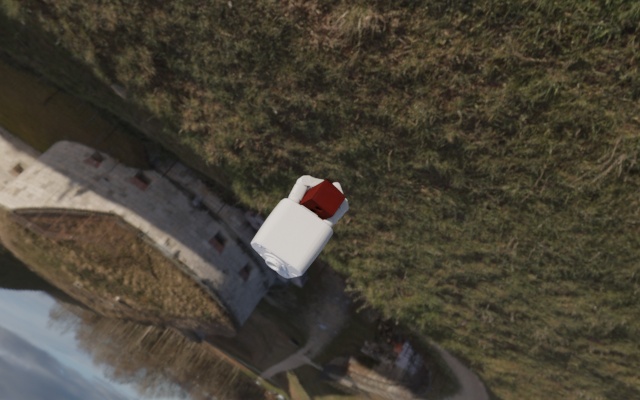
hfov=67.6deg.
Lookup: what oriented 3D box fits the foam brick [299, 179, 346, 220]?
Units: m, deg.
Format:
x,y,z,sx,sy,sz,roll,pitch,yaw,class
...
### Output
x,y,z,sx,sy,sz,roll,pitch,yaw,class
0.000,0.003,0.893,0.053,0.051,0.078,42,-27,-11,foam brick
